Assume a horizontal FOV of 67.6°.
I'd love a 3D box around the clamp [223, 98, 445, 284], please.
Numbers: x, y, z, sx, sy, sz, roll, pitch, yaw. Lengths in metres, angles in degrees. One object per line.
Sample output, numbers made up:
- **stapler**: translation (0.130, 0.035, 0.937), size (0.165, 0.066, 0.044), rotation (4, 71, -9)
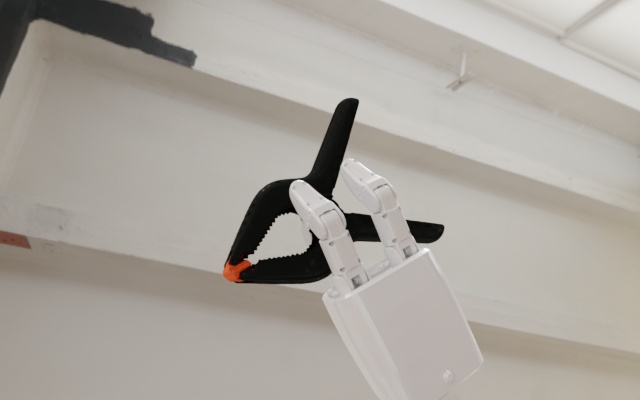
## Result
- **clamp**: translation (-0.001, 0.002, 0.431), size (0.210, 0.164, 0.036), rotation (-25, -7, -27)
